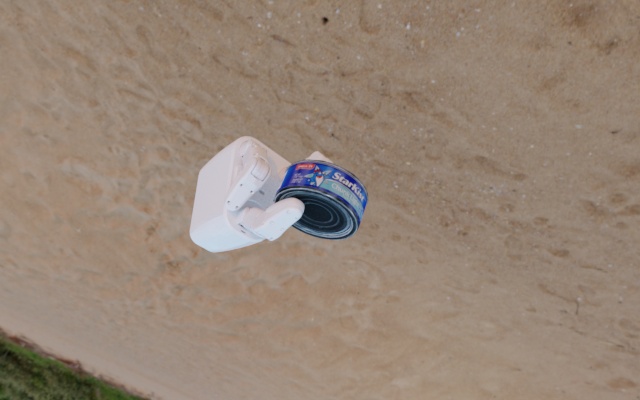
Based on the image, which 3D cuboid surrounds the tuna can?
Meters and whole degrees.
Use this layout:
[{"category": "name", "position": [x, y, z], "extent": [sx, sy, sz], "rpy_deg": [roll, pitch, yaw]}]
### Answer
[{"category": "tuna can", "position": [0.000, 0.002, 0.455], "extent": [0.086, 0.033, 0.086], "rpy_deg": [15, -33, 10]}]
